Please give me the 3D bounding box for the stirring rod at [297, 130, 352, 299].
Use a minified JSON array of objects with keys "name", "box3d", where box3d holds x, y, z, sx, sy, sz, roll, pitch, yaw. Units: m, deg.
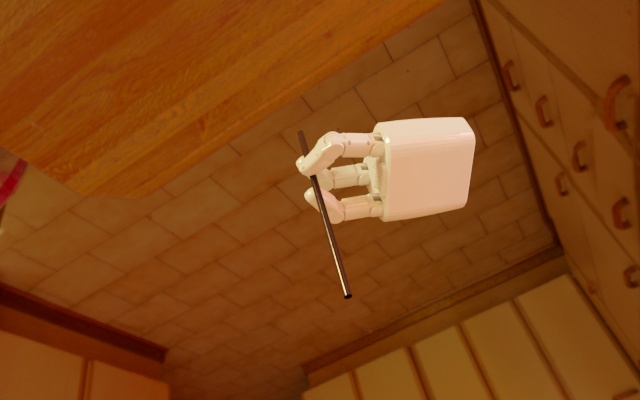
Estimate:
[{"name":"stirring rod","box3d":[0.000,0.002,0.515,0.011,0.239,0.011,-9,-42,-8]}]
